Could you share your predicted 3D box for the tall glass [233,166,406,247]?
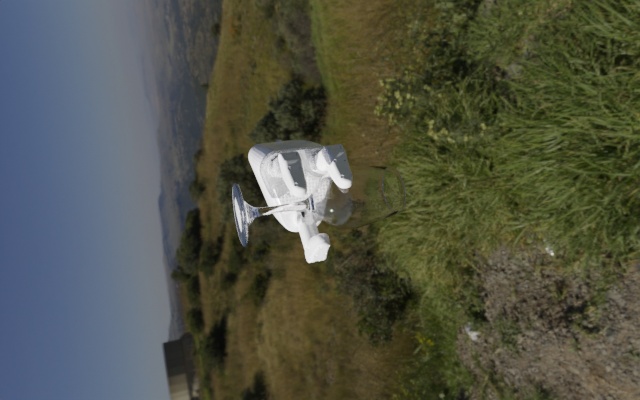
[{"bbox_3d":[-0.001,0.002,0.578,0.201,0.079,0.079,-9,3,-18],"label":"tall glass"}]
